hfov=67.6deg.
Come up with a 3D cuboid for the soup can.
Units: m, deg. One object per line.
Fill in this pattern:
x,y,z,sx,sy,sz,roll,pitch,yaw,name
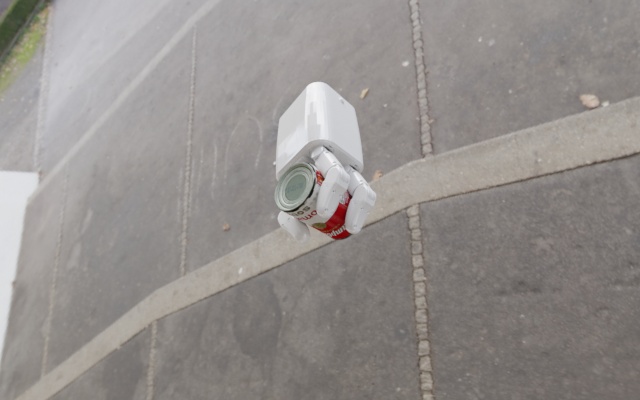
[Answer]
0.000,0.002,0.607,0.068,0.068,0.102,0,-23,44,soup can
